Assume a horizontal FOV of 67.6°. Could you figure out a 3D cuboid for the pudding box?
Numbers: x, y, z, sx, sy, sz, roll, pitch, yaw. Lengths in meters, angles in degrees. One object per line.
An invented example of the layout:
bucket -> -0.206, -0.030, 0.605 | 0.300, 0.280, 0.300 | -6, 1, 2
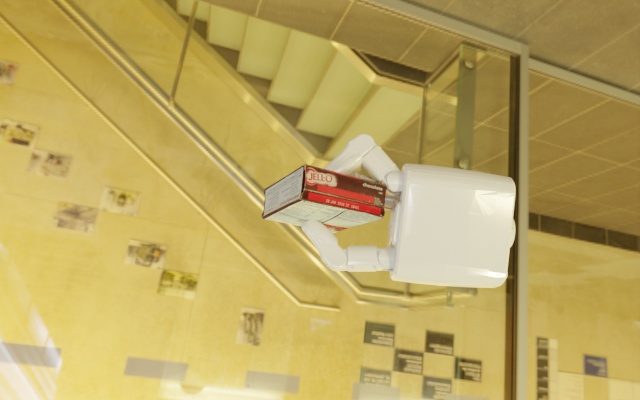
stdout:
pudding box -> 0.000, 0.002, 0.487 | 0.090, 0.039, 0.113 | 14, -18, -23
